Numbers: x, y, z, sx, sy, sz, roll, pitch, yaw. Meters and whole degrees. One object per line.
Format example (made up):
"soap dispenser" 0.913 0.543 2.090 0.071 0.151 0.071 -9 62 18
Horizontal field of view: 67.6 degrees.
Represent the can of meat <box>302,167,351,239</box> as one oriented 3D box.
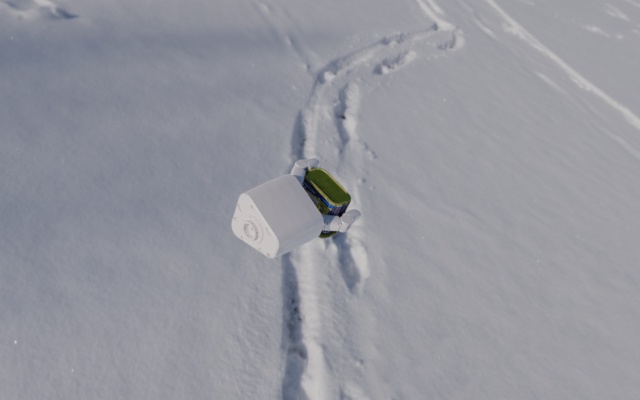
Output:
"can of meat" 0.000 0.003 0.864 0.057 0.084 0.102 -21 57 -42
